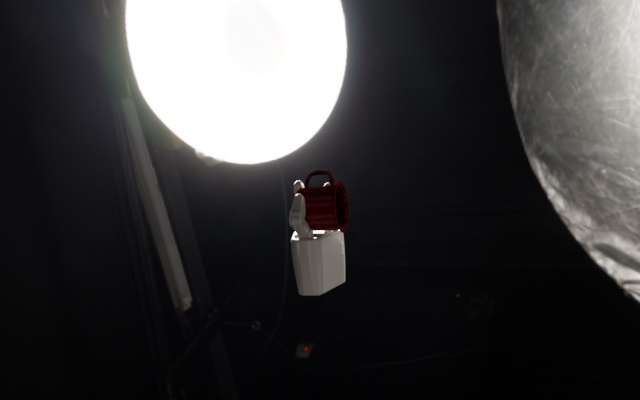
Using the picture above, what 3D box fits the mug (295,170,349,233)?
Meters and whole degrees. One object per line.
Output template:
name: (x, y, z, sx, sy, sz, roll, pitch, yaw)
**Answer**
mug: (0.000, 0.001, 0.878, 0.081, 0.117, 0.093, -4, 6, 18)
